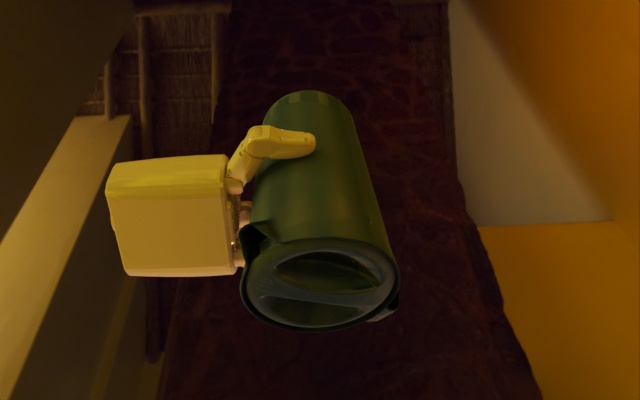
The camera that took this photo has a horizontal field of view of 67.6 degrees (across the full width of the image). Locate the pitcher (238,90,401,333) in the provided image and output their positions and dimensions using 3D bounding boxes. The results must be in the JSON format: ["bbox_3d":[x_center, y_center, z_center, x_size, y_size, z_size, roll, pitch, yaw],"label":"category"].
[{"bbox_3d":[0.000,0.002,0.483,0.145,0.149,0.242,-3,44,-2],"label":"pitcher"}]
